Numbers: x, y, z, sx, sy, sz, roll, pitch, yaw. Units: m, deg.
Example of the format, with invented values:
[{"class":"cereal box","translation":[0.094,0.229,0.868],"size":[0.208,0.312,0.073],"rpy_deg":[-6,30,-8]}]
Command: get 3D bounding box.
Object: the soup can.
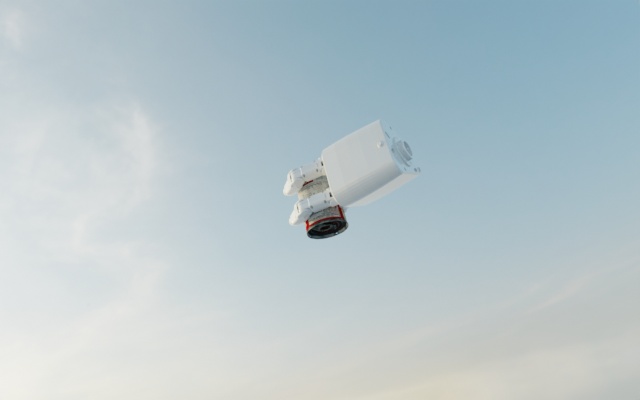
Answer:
[{"class":"soup can","translation":[0.000,0.003,0.772],"size":[0.068,0.102,0.068],"rpy_deg":[-12,-25,-6]}]
